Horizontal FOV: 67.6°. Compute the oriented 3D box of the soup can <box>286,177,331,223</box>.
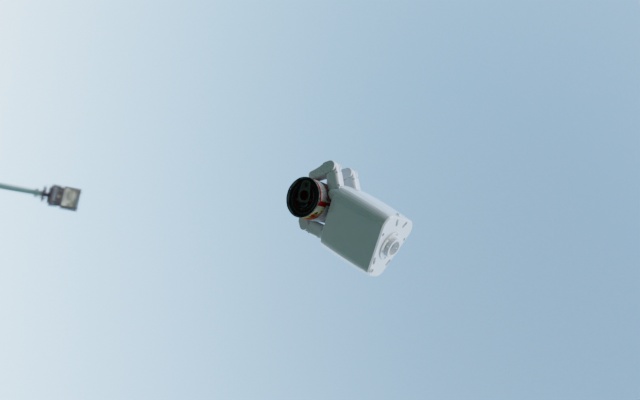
[{"bbox_3d":[0.000,0.003,0.809,0.068,0.068,0.102,0,-9,36],"label":"soup can"}]
